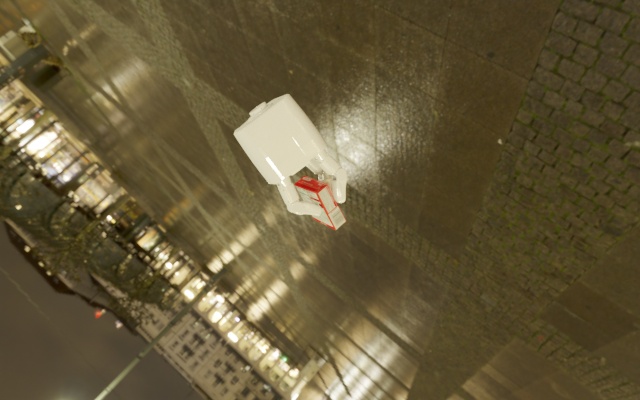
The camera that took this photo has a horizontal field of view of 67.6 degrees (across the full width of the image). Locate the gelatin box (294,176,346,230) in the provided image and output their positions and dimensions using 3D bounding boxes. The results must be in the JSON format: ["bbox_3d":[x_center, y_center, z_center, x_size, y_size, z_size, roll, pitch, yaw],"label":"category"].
[{"bbox_3d":[0.000,0.003,0.851,0.030,0.089,0.073,-39,32,-19],"label":"gelatin box"}]
